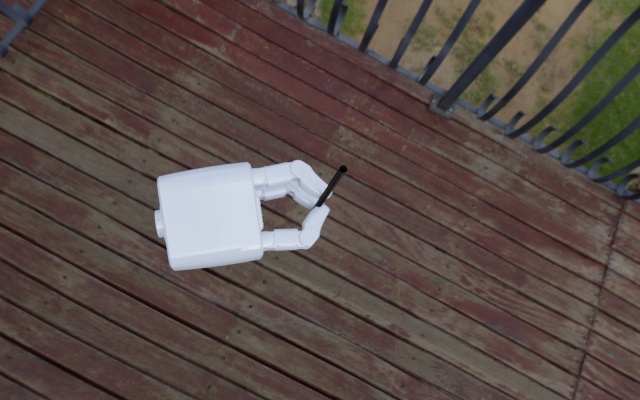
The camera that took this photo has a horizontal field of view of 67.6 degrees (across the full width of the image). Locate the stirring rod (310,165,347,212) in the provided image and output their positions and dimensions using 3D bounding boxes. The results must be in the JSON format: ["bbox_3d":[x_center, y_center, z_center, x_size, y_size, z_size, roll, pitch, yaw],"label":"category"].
[{"bbox_3d":[0.000,0.002,0.579,0.011,0.011,0.239,0,-16,-11],"label":"stirring rod"}]
